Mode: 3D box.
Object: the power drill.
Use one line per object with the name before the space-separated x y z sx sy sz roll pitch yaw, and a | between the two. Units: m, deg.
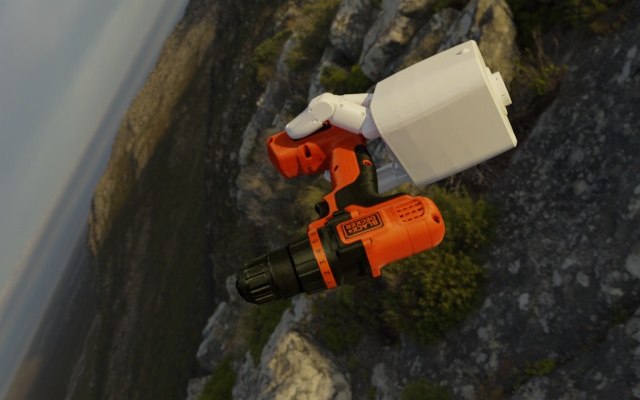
power drill | 0.000 0.001 0.458 0.184 0.187 0.057 -19 -44 -1
